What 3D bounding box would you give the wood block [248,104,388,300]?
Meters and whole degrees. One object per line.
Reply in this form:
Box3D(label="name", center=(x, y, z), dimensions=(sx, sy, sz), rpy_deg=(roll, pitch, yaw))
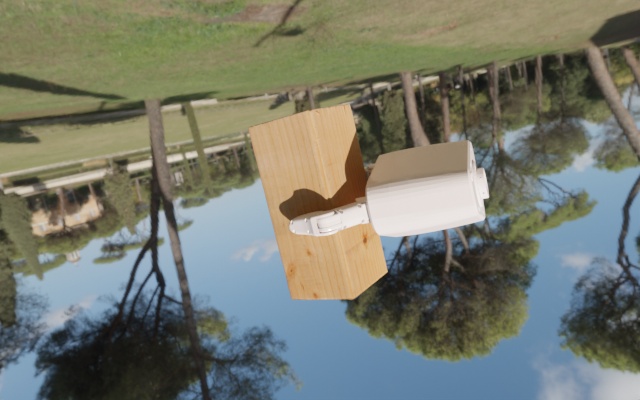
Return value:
Box3D(label="wood block", center=(0.000, 0.002, 0.557), dimensions=(0.090, 0.206, 0.091), rpy_deg=(-8, 9, 35))
